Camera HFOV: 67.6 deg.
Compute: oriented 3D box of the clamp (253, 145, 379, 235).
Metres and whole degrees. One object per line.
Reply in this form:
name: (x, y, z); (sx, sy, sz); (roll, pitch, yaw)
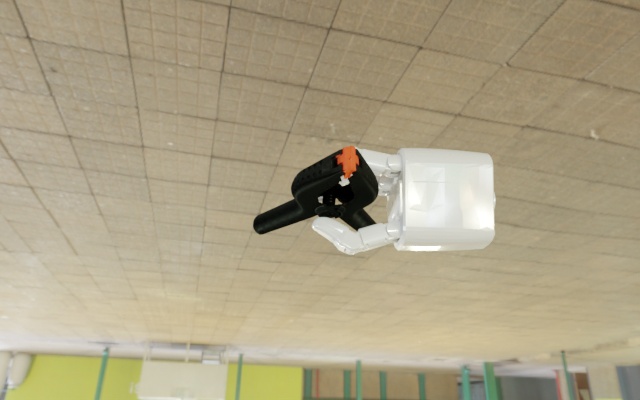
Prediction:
clamp: (0.000, 0.002, 0.545); (0.164, 0.036, 0.210); (0, -24, -4)
